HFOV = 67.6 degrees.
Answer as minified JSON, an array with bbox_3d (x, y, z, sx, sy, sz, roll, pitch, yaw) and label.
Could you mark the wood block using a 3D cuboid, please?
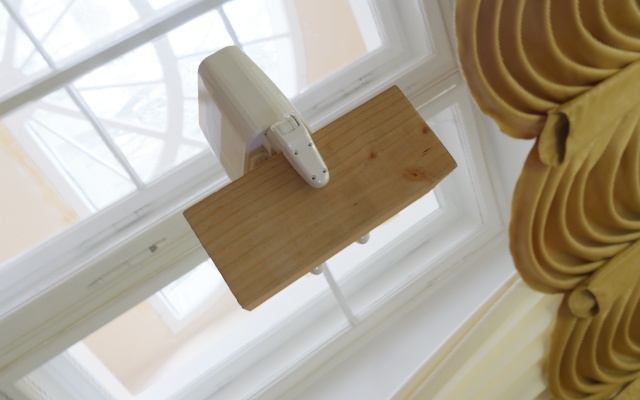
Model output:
[{"bbox_3d":[0.000,0.001,0.417,0.206,0.090,0.091,-33,-11,-11],"label":"wood block"}]
